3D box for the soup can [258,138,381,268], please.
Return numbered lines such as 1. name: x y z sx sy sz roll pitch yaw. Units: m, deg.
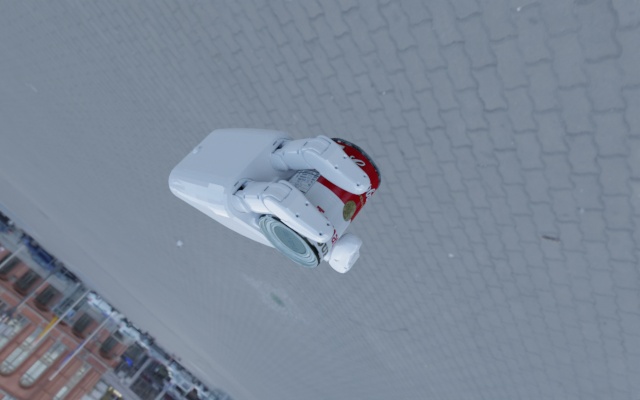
1. soup can: 0.000 0.002 0.433 0.068 0.068 0.102 0 44 53
